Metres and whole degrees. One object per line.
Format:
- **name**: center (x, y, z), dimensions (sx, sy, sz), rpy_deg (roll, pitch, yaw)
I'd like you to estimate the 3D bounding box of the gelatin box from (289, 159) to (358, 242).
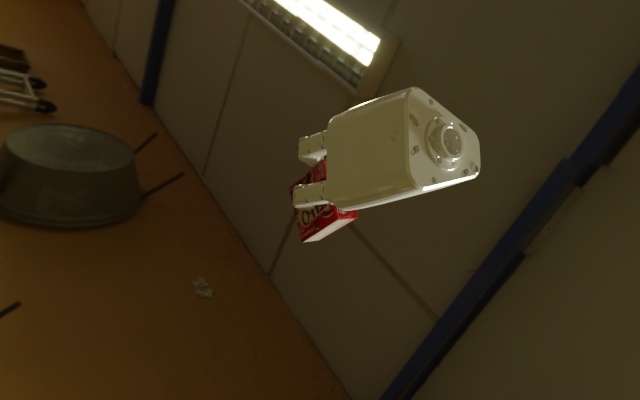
- **gelatin box**: center (0.000, 0.002, 0.568), dimensions (0.030, 0.073, 0.089), rpy_deg (-4, -19, -33)
